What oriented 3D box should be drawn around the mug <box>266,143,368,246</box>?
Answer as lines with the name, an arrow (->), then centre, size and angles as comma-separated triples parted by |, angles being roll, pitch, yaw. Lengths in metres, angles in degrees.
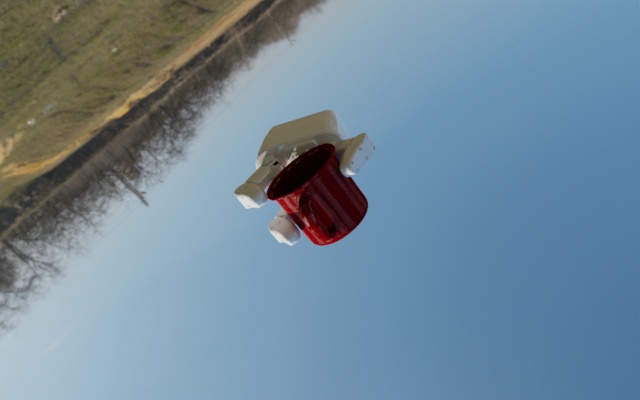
mug -> 0.000, 0.003, 0.526 | 0.093, 0.081, 0.117 | -32, 23, 16
